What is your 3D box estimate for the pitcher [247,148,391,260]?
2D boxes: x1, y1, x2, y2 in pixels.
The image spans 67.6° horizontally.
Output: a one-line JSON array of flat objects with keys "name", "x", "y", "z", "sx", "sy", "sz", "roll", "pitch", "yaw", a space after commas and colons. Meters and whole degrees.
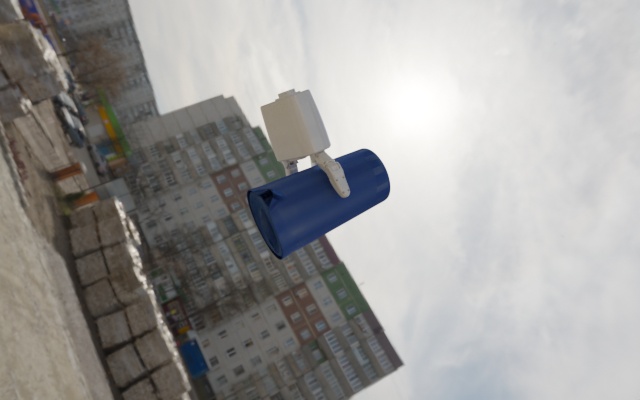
[{"name": "pitcher", "x": 0.000, "y": 0.003, "z": 0.866, "sx": 0.243, "sy": 0.145, "sz": 0.149, "roll": -25, "pitch": 12, "yaw": -19}]
